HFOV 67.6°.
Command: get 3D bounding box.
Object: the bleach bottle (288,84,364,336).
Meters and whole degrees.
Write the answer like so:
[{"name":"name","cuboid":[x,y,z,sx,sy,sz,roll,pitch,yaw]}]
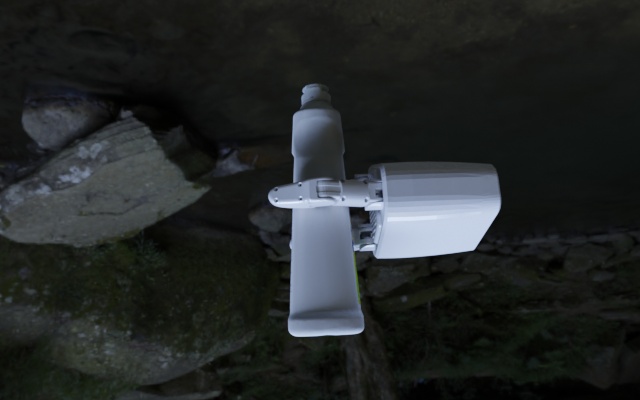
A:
[{"name":"bleach bottle","cuboid":[0.000,0.002,0.471,0.068,0.250,0.102,-2,-14,-1]}]
